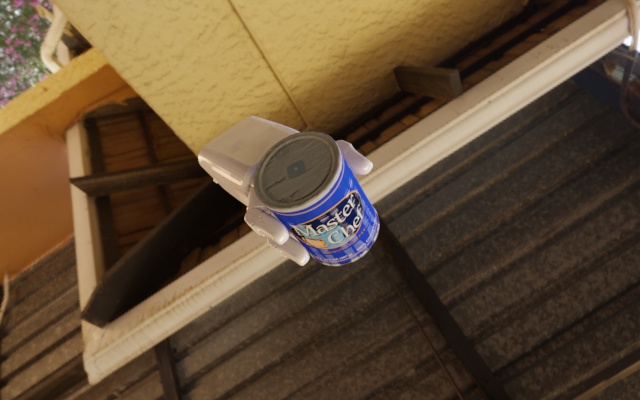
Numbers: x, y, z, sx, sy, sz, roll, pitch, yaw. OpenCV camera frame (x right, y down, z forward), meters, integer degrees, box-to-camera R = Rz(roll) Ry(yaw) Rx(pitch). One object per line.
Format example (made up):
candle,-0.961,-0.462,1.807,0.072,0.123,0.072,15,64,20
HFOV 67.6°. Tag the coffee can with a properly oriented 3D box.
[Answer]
coffee can,0.000,0.002,0.562,0.103,0.102,0.140,0,-31,27
